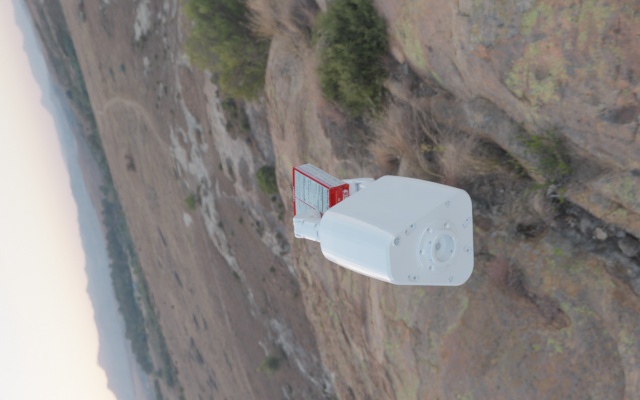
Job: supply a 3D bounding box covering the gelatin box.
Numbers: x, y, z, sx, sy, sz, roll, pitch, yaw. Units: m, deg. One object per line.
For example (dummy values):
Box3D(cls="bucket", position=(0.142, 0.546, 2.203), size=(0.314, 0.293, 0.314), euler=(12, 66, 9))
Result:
Box3D(cls="gelatin box", position=(0.000, 0.002, 0.590), size=(0.030, 0.073, 0.089), euler=(-17, 29, -31))
